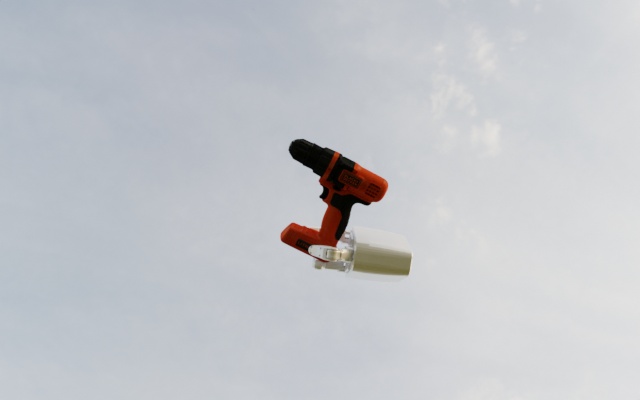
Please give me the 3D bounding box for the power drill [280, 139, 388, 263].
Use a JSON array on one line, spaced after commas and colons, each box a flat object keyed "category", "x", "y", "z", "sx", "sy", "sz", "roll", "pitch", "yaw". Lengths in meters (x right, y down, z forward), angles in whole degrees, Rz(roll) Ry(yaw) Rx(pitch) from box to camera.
[{"category": "power drill", "x": 0.000, "y": 0.003, "z": 0.840, "sx": 0.184, "sy": 0.188, "sz": 0.057, "roll": 27, "pitch": 21, "yaw": -2}]
